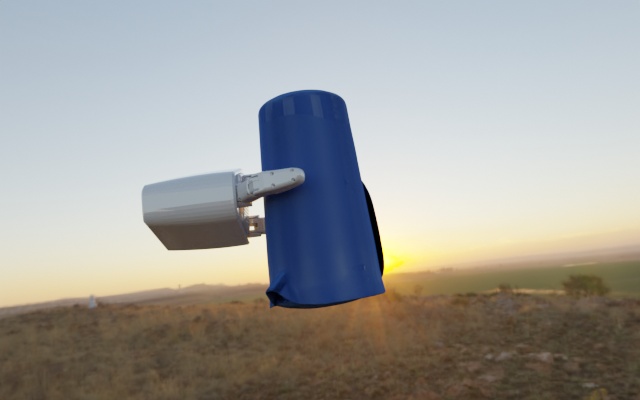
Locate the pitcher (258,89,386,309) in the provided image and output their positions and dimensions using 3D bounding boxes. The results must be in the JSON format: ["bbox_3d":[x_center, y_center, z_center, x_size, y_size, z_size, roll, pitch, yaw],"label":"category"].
[{"bbox_3d":[0.000,0.002,0.568,0.145,0.243,0.149,-7,-9,0],"label":"pitcher"}]
